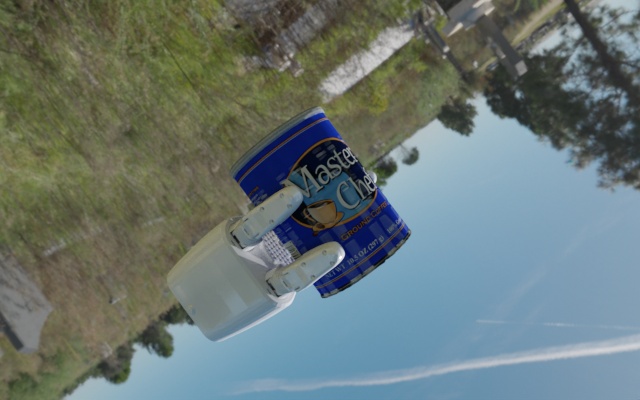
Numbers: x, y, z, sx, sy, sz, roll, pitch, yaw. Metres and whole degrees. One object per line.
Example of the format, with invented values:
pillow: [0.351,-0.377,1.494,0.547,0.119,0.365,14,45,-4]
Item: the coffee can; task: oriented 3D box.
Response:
coffee can: [0.000,0.001,0.435,0.103,0.140,0.103,-36,0,0]
